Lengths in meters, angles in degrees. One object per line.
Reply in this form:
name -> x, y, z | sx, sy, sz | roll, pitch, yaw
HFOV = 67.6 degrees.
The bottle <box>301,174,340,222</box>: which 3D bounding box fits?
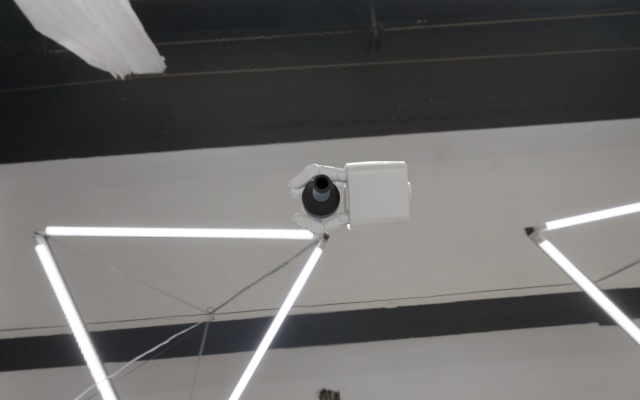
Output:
bottle -> 0.000, 0.003, 0.851 | 0.069, 0.069, 0.296 | 0, -11, -1
